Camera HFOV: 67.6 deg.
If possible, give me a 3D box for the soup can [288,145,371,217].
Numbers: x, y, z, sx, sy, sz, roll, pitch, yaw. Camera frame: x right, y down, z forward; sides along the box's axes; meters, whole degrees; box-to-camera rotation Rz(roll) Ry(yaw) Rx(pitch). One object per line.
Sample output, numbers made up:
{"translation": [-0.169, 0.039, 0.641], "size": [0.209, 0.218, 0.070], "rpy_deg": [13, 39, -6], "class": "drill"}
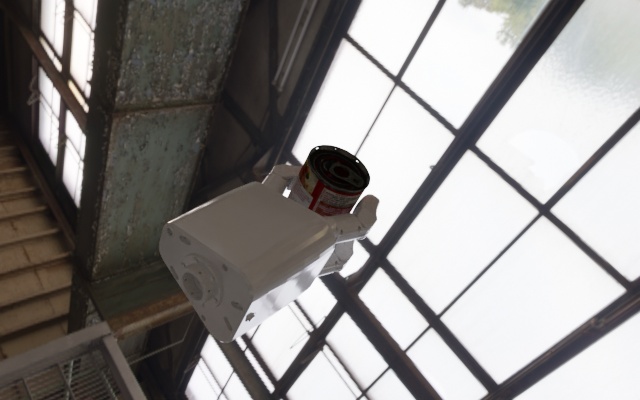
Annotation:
{"translation": [0.000, 0.002, 0.504], "size": [0.068, 0.068, 0.102], "rpy_deg": [0, -44, -32], "class": "soup can"}
